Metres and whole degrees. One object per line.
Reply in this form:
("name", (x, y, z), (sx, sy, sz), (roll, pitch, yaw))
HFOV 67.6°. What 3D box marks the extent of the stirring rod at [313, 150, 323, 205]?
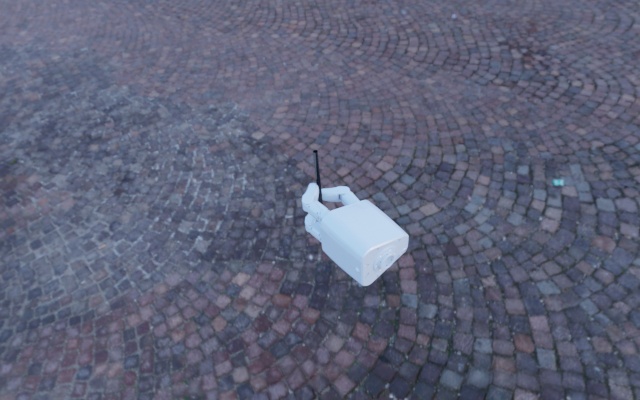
("stirring rod", (0.000, 0.003, 0.889), (0.011, 0.240, 0.011), (-3, 44, 3))
